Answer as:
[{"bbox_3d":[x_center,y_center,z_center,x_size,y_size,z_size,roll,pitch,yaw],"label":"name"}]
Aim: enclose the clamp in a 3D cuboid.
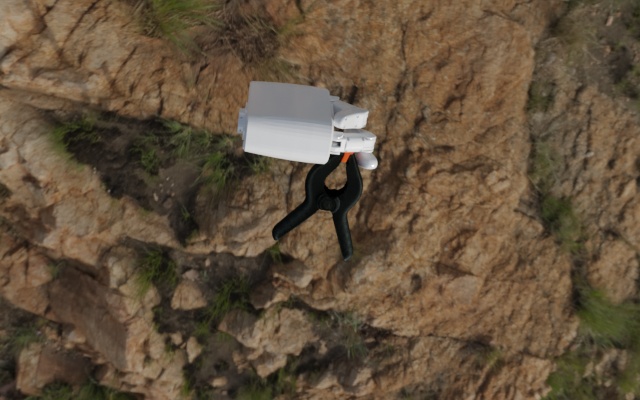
[{"bbox_3d":[0.000,0.002,0.659,0.120,0.171,0.039,7,23,-9],"label":"clamp"}]
